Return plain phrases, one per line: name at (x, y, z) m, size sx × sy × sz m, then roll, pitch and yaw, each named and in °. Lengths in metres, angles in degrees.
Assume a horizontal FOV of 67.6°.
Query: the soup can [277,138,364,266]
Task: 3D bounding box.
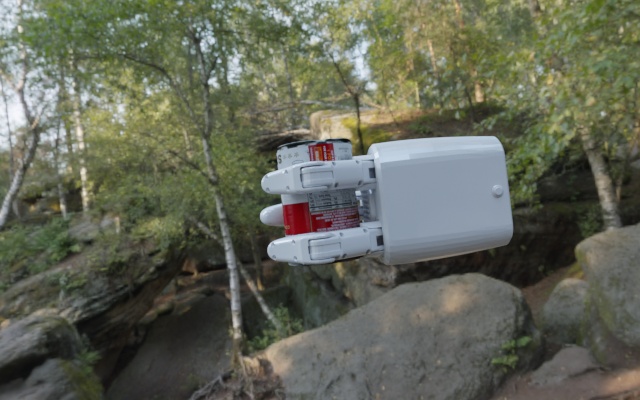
soup can at (0.000, 0.001, 0.417) m, size 0.068 × 0.102 × 0.068 m, roll -7°, pitch 0°, yaw 0°
